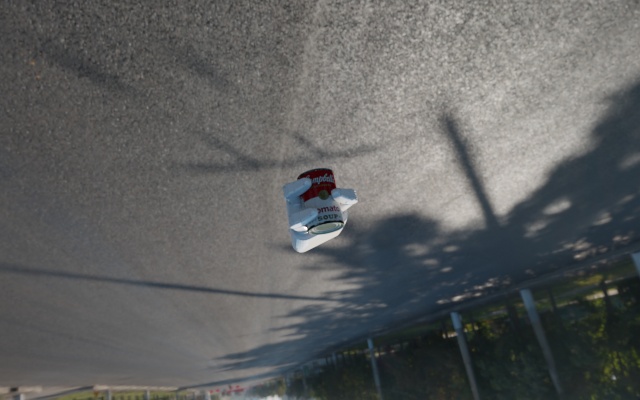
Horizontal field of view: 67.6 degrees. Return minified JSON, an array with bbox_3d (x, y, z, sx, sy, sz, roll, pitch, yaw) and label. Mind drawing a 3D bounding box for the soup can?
[{"bbox_3d":[0.000,0.003,0.843,0.068,0.102,0.068,-10,-19,-4],"label":"soup can"}]
